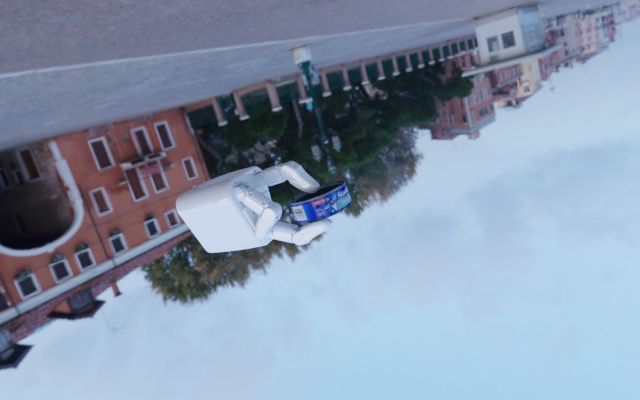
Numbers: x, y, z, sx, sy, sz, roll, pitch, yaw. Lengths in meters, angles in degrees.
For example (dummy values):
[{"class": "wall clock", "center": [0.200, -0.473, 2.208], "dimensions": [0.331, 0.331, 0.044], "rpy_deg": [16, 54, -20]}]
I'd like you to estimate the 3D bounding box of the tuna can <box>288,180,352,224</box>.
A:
[{"class": "tuna can", "center": [0.000, 0.003, 0.678], "dimensions": [0.086, 0.034, 0.086], "rpy_deg": [-20, 10, 4]}]
